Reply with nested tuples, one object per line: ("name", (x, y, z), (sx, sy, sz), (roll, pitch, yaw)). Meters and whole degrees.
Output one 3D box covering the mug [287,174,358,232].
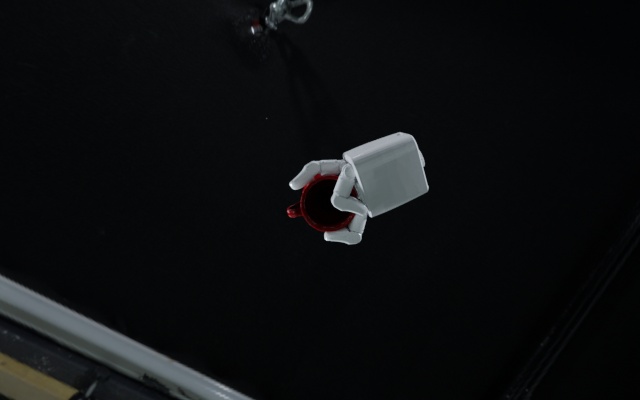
("mug", (-0.001, 0.003, 0.808), (0.117, 0.093, 0.081), (-21, 11, -1))
